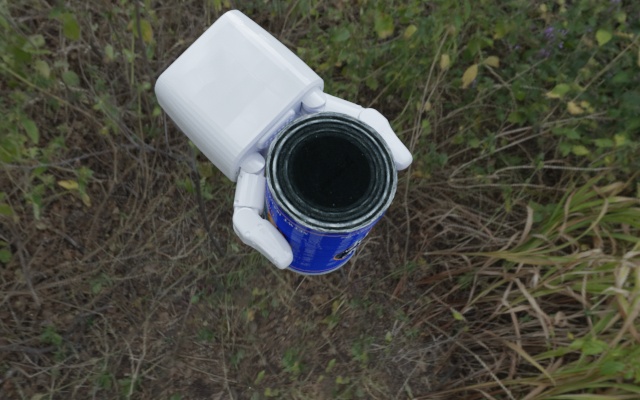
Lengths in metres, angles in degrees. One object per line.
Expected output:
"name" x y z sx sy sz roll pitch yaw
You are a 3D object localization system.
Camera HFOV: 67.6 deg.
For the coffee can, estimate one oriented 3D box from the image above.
"coffee can" 0.000 0.002 0.427 0.103 0.102 0.140 0 -21 -8
